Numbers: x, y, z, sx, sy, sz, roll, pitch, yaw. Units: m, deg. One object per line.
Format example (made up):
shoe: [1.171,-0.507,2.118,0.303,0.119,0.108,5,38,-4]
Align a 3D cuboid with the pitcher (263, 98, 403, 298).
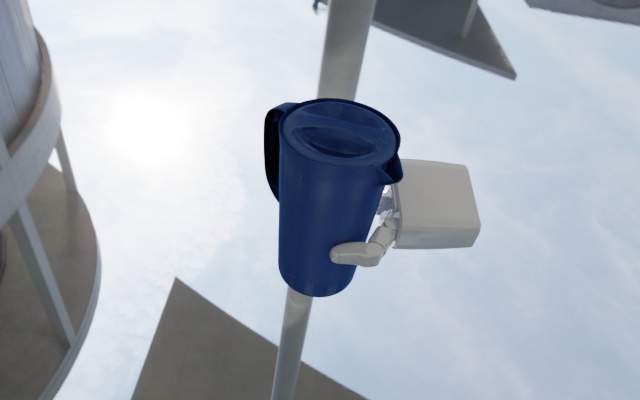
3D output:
pitcher: [0.000,0.002,0.594,0.145,0.243,0.149,1,42,-9]
